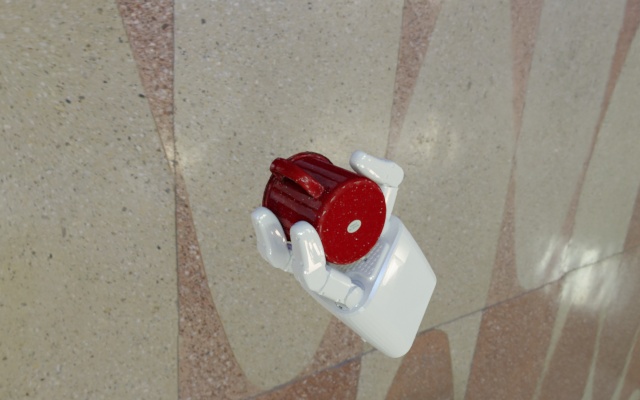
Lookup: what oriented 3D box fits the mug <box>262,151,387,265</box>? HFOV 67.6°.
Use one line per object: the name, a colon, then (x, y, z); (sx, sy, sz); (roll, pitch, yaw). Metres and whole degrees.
mug: (-0.001, 0.001, 0.432); (0.081, 0.093, 0.117); (26, -18, 49)
